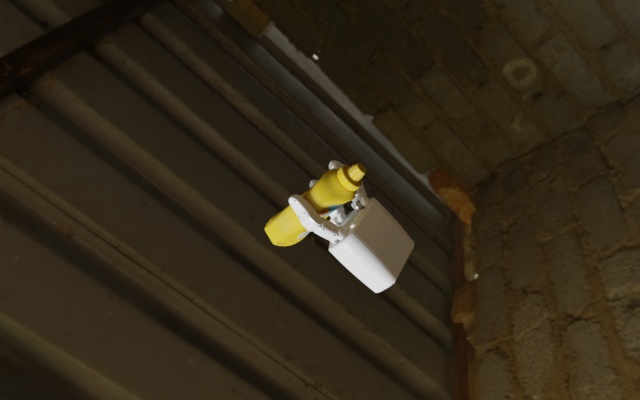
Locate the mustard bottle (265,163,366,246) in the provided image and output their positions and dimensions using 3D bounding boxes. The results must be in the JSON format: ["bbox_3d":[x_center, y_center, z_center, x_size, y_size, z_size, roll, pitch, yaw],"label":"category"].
[{"bbox_3d":[0.000,0.002,0.758,0.192,0.058,0.096,-39,-13,34],"label":"mustard bottle"}]
